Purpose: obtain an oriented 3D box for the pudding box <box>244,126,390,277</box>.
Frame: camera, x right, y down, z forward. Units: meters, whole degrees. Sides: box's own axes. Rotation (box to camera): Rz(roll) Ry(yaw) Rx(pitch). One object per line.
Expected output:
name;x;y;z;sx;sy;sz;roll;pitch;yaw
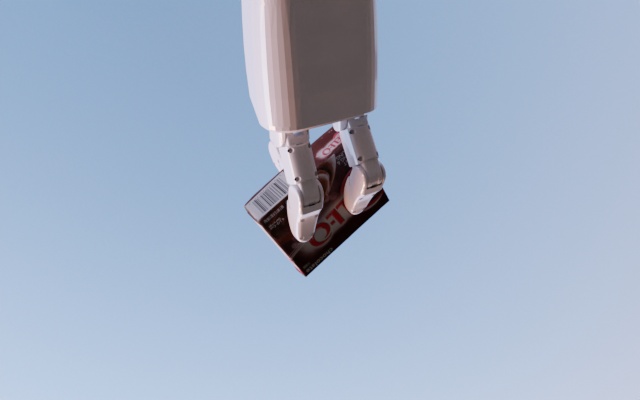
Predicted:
pudding box;0.000;0.001;0.435;0.039;0.113;0.090;42;-10;49
